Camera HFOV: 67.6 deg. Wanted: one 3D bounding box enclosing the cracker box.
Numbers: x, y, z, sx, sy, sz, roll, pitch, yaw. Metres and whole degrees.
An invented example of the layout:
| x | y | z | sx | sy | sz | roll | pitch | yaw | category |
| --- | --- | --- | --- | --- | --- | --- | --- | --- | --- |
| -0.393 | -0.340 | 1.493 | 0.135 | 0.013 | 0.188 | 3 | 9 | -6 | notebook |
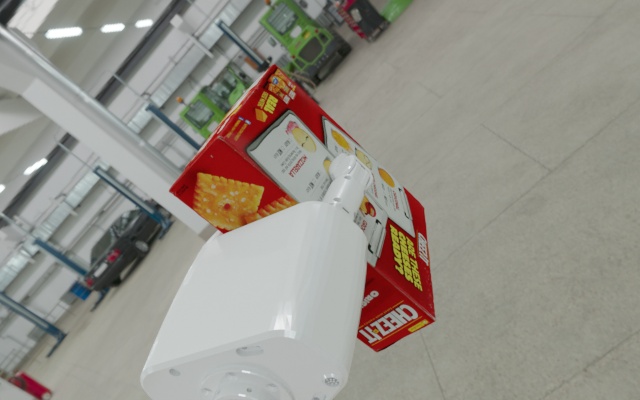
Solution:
| x | y | z | sx | sy | sz | roll | pitch | yaw | category |
| --- | --- | --- | --- | --- | --- | --- | --- | --- | --- |
| 0.000 | 0.001 | 0.414 | 0.072 | 0.214 | 0.164 | -39 | 19 | 28 | cracker box |
